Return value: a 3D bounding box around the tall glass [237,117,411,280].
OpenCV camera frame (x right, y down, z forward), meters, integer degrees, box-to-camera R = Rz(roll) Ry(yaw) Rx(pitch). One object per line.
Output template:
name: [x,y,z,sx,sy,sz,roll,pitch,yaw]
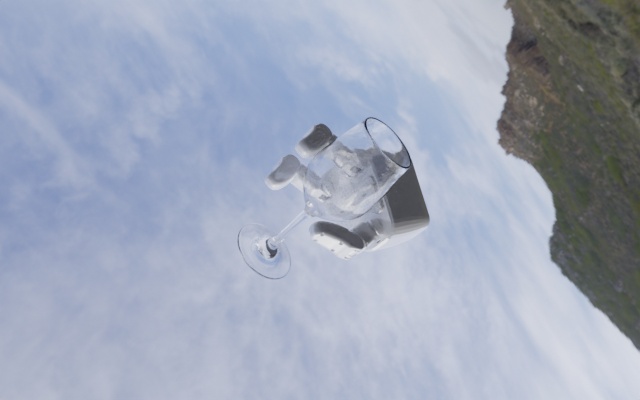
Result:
tall glass: [0.000,0.002,0.498,0.201,0.079,0.079,-41,-25,31]
